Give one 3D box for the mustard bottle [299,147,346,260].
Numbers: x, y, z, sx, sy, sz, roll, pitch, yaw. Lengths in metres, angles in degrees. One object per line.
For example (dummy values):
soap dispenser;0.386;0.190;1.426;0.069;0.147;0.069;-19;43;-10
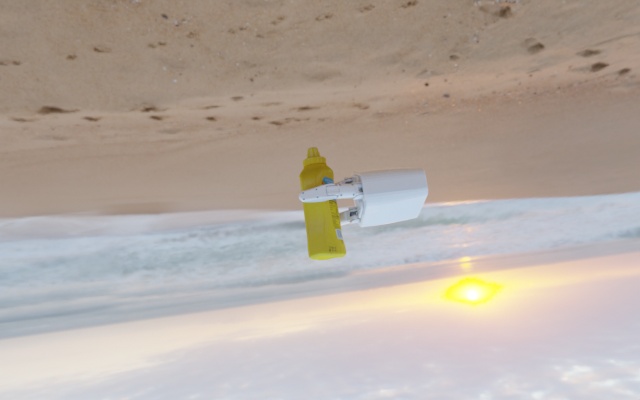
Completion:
mustard bottle;0.000;0.003;0.809;0.058;0.191;0.096;-12;-12;19
